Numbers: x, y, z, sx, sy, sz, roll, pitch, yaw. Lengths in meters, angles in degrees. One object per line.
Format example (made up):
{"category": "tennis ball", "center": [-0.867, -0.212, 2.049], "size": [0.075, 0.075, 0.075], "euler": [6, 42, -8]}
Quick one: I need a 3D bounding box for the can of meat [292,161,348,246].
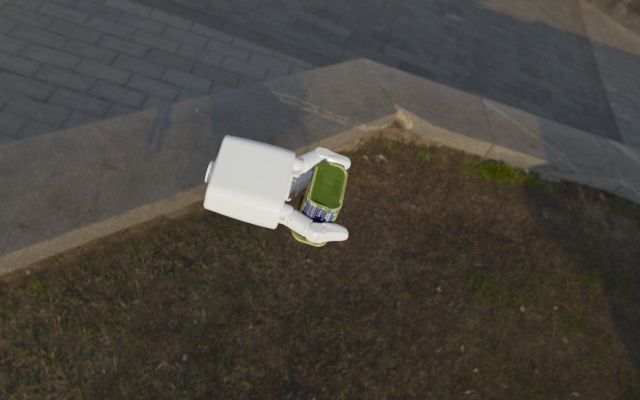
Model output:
{"category": "can of meat", "center": [0.000, 0.002, 0.717], "size": [0.057, 0.102, 0.084], "euler": [18, -45, -5]}
